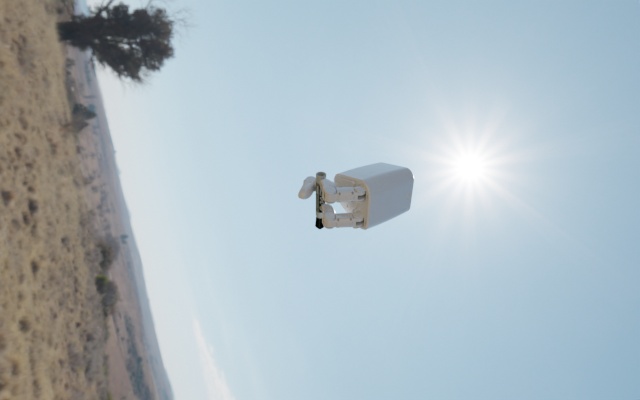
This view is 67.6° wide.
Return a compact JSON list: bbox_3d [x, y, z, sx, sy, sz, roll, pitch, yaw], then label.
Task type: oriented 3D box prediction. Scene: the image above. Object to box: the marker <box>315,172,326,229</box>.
[{"bbox_3d":[0.000,0.003,0.881,0.020,0.121,0.020,1,34,0],"label":"marker"}]
